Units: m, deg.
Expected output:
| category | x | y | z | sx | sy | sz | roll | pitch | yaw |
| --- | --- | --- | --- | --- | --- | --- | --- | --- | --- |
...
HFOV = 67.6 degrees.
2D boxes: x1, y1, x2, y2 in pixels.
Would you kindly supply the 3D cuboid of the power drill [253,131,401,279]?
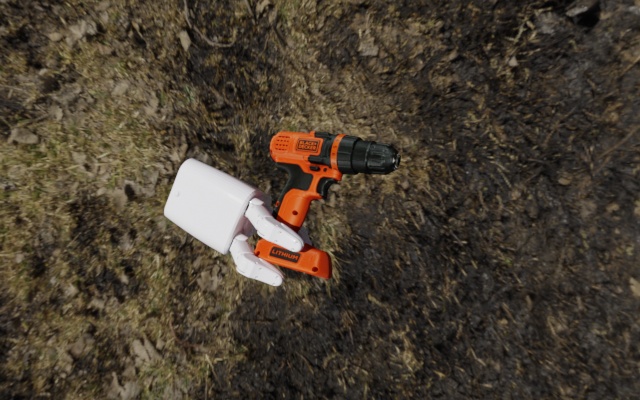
| category | x | y | z | sx | sy | sz | roll | pitch | yaw |
| --- | --- | --- | --- | --- | --- | --- | --- | --- | --- |
| power drill | 0.000 | 0.002 | 0.621 | 0.184 | 0.187 | 0.057 | 10 | -12 | 29 |
